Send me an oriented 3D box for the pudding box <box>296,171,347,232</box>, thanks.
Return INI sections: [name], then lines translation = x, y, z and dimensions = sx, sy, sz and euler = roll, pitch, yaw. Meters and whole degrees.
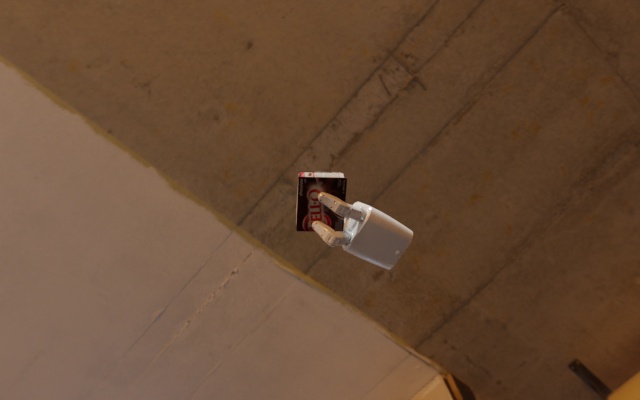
[pudding box]
translation = 0.000, 0.003, 0.893
dimensions = 0.090, 0.113, 0.039
euler = 1, 20, -6
